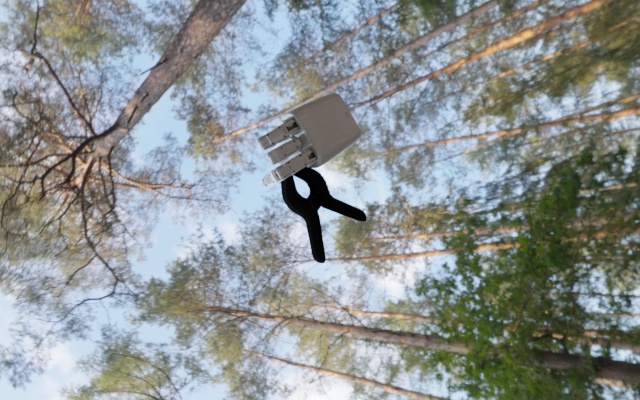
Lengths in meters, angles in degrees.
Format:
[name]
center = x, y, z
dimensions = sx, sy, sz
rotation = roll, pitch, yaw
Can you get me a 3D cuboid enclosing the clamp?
[clamp]
center = 0.000, 0.003, 0.783
dimensions = 0.120, 0.171, 0.039
rotation = -34, 10, -32
